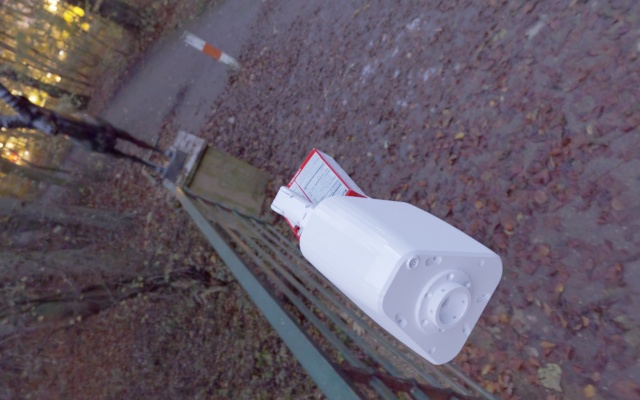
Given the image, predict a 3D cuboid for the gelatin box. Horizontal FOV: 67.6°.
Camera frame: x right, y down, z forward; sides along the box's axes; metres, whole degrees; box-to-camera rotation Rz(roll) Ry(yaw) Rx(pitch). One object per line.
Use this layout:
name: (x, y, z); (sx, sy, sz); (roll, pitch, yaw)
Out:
gelatin box: (0.000, 0.001, 0.470); (0.030, 0.073, 0.089); (24, 18, -39)
